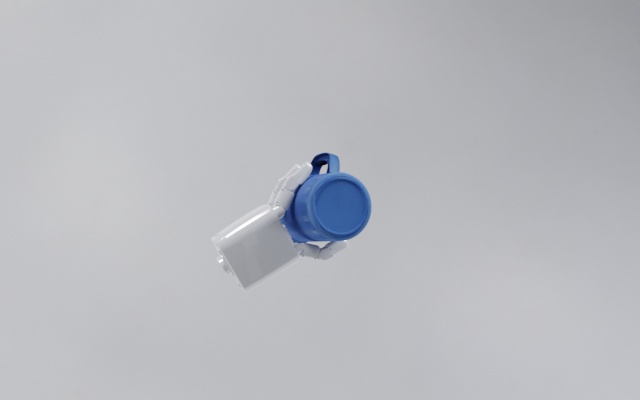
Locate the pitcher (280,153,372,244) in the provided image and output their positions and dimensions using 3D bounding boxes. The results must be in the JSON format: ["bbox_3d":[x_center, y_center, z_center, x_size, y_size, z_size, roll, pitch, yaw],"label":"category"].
[{"bbox_3d":[0.000,0.003,0.847,0.145,0.149,0.243,-31,6,-15],"label":"pitcher"}]
